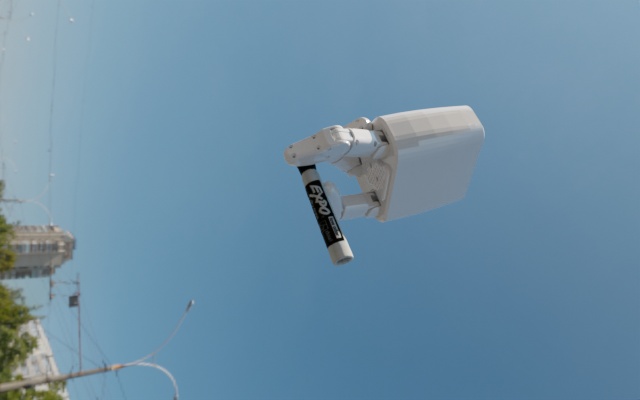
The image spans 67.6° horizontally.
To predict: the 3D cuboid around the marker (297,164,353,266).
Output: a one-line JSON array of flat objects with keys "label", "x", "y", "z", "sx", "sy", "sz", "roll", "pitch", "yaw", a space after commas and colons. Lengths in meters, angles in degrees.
[{"label": "marker", "x": 0.000, "y": 0.001, "z": 0.434, "sx": 0.020, "sy": 0.121, "sz": 0.020, "roll": -17, "pitch": -26, "yaw": -9}]
